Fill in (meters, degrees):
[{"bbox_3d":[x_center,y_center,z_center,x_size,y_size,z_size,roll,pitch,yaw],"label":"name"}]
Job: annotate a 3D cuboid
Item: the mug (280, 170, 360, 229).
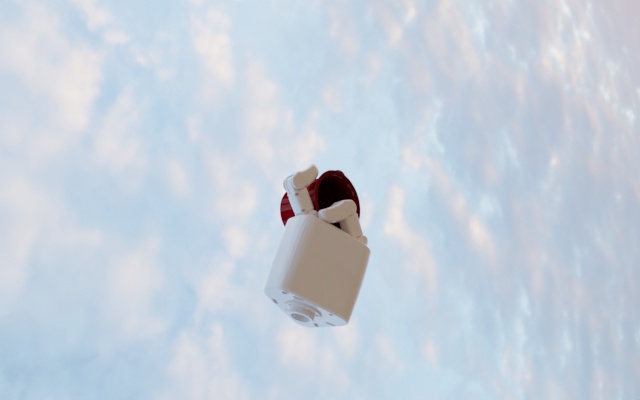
[{"bbox_3d":[0.000,0.001,0.688,0.081,0.117,0.093,-17,-49,42],"label":"mug"}]
